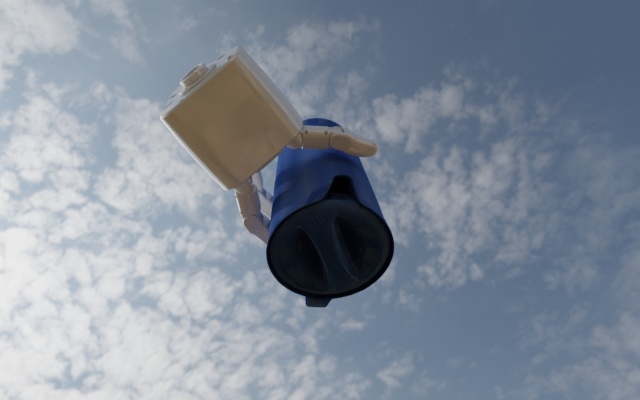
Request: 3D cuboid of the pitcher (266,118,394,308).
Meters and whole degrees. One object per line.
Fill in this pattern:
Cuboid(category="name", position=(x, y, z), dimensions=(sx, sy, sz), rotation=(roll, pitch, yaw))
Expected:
Cuboid(category="pitcher", position=(0.000, 0.002, 0.594), dimensions=(0.149, 0.145, 0.242), rotation=(-35, 29, 17))
